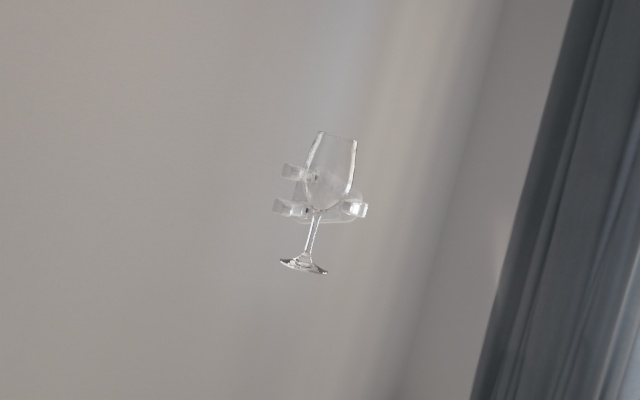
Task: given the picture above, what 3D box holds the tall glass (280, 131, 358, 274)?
[{"bbox_3d":[0.000,0.003,0.710,0.079,0.201,0.079,15,3,-1],"label":"tall glass"}]
